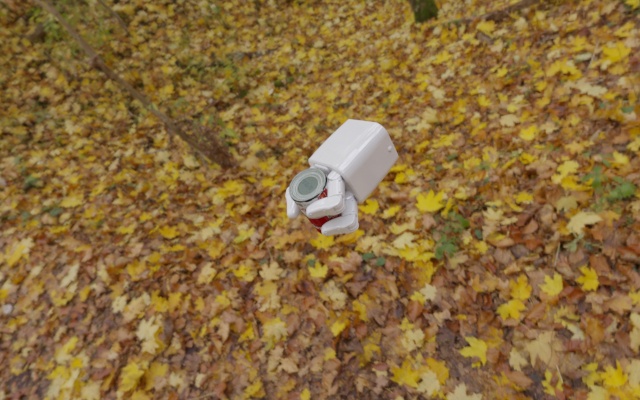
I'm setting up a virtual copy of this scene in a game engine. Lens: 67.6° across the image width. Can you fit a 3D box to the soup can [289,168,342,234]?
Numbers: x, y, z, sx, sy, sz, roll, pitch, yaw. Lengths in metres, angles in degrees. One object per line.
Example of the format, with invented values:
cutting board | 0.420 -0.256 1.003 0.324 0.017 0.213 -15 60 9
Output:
soup can | 0.000 0.003 0.782 0.068 0.068 0.102 0 -34 30
